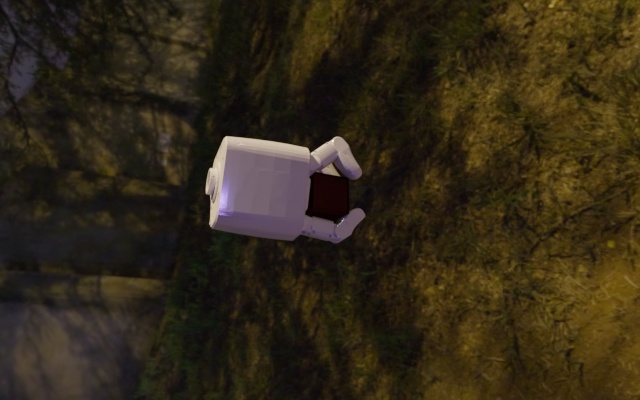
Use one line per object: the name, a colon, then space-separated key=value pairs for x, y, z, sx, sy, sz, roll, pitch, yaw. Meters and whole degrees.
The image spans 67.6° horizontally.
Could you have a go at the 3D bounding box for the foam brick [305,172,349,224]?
foam brick: x=0.000 y=0.002 z=0.644 sx=0.051 sy=0.053 sz=0.078 roll=8 pitch=-23 yaw=-20
